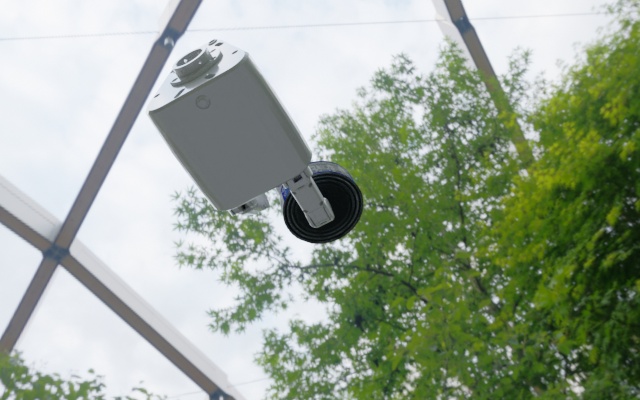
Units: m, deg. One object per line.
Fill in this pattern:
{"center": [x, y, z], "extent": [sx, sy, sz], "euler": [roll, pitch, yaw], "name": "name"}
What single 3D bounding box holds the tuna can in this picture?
{"center": [0.000, 0.001, 0.507], "extent": [0.086, 0.086, 0.033], "euler": [0, 30, -14], "name": "tuna can"}
